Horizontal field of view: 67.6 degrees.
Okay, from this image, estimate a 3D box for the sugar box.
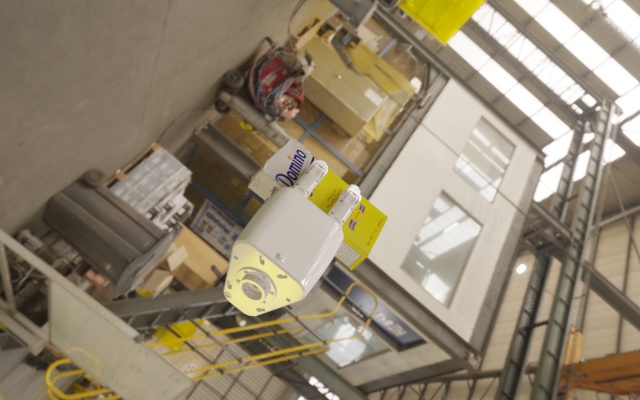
[{"bbox_3d":[0.000,0.002,0.638,0.048,0.176,0.093,-47,5,40],"label":"sugar box"}]
